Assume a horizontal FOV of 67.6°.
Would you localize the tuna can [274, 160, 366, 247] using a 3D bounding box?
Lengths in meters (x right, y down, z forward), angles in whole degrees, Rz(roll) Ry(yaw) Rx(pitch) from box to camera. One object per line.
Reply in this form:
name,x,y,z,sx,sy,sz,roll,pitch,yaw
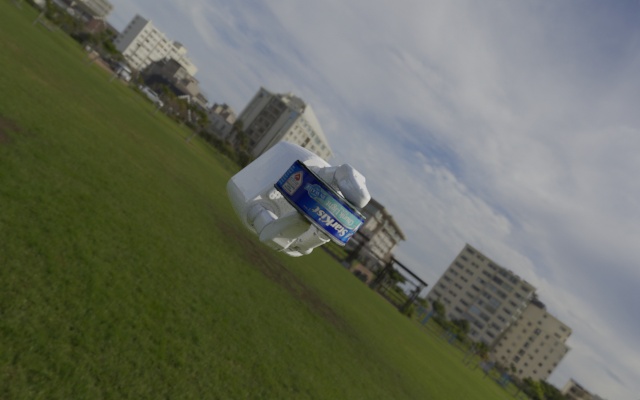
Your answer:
tuna can,0.000,0.001,0.438,0.086,0.034,0.086,41,3,-3
